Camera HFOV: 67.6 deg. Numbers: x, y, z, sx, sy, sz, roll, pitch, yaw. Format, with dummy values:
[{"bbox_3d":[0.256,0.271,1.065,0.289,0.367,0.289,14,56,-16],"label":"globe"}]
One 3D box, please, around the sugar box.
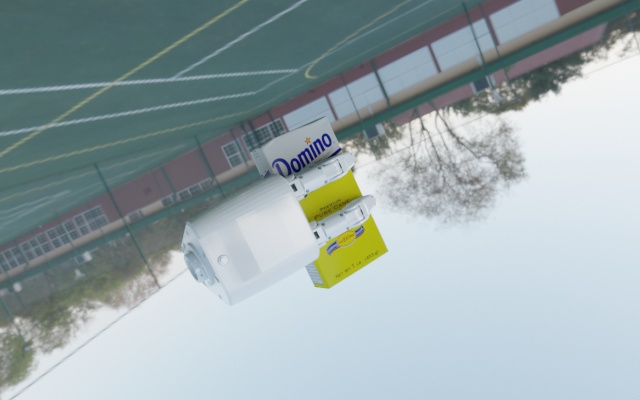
[{"bbox_3d":[0.000,0.002,0.551,0.093,0.176,0.048,-29,8,-25],"label":"sugar box"}]
